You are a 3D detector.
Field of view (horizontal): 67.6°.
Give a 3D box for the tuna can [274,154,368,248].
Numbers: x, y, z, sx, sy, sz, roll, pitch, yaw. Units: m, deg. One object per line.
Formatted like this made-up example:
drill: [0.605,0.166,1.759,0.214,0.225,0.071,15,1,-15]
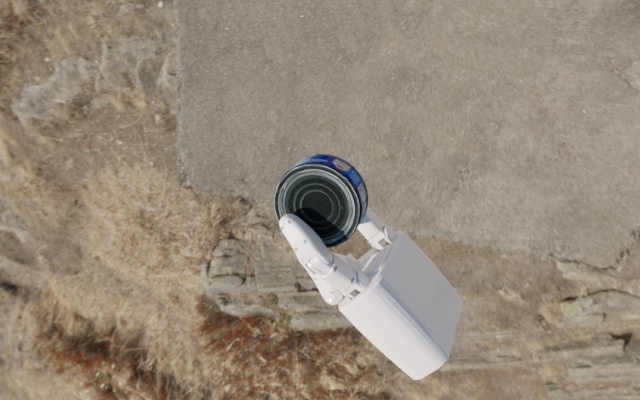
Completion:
tuna can: [0.000,0.002,0.451,0.086,0.086,0.033,0,19,17]
